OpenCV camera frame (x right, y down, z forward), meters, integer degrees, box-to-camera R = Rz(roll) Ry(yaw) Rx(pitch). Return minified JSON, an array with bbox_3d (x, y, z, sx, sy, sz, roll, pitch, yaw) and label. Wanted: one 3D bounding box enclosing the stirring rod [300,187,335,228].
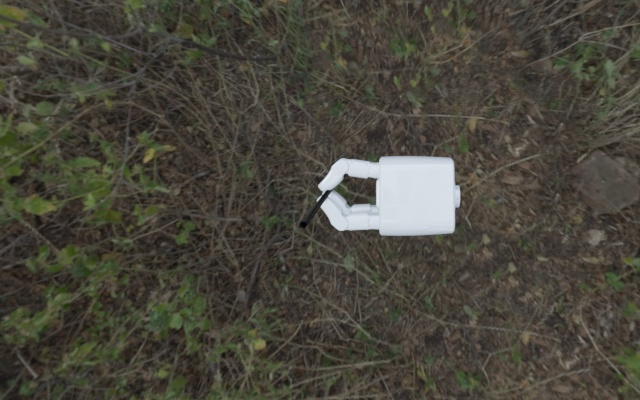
[{"bbox_3d":[0.000,0.002,0.653,0.011,0.011,0.239,0,12,10],"label":"stirring rod"}]
